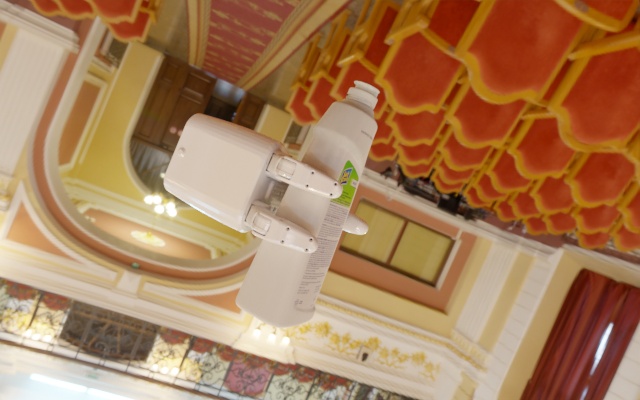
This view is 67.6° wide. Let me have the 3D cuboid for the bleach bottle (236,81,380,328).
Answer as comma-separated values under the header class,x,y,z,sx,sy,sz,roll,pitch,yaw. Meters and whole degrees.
class,x,y,z,sx,sy,sz,roll,pitch,yaw
bleach bottle,0.000,0.002,0.493,0.068,0.251,0.102,24,2,20
